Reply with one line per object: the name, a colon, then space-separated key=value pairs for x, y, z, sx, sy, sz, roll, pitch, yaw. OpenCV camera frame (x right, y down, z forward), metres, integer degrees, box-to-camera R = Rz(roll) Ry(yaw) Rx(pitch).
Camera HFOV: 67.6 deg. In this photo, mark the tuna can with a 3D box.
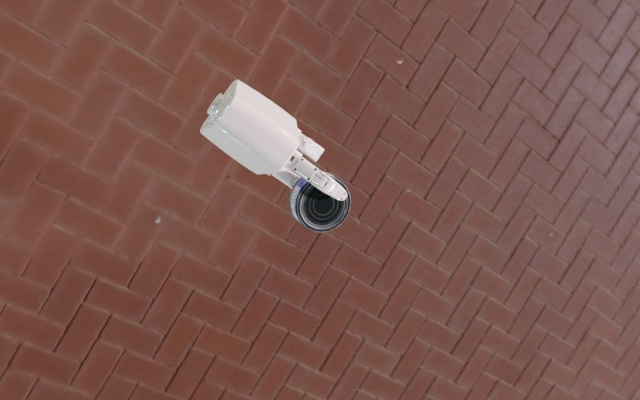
tuna can: x=0.000 y=0.002 z=0.692 sx=0.086 sy=0.086 sz=0.033 roll=0 pitch=15 yaw=-21
